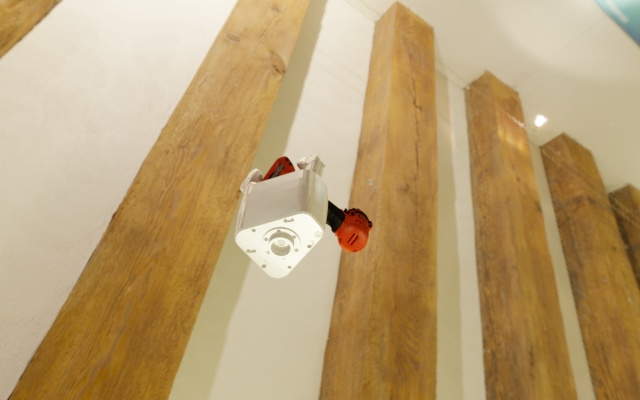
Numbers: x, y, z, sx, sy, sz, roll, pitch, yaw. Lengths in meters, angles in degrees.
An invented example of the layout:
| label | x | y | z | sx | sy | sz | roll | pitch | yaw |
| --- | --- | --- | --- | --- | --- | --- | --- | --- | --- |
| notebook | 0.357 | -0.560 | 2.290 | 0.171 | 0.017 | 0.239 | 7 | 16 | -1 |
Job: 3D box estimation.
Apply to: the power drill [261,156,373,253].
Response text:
| label | x | y | z | sx | sy | sz | roll | pitch | yaw |
| --- | --- | --- | --- | --- | --- | --- | --- | --- | --- |
| power drill | 0.000 | 0.002 | 0.768 | 0.187 | 0.057 | 0.184 | 34 | 8 | -1 |
